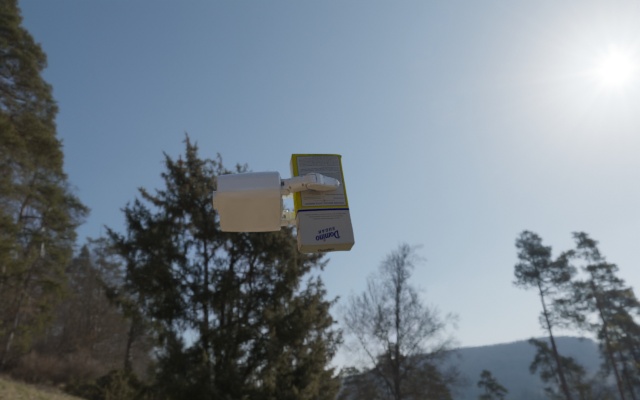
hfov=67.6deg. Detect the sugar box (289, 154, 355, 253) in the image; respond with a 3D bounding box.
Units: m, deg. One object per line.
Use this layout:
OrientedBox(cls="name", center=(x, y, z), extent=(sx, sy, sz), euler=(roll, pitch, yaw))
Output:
OrientedBox(cls="sugar box", center=(0.000, 0.003, 0.833), extent=(0.093, 0.176, 0.048), euler=(-1, -24, -11))
